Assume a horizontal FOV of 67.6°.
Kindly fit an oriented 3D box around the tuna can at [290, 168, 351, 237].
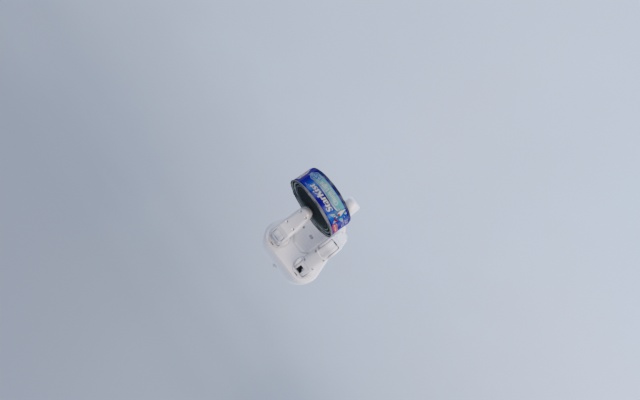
[{"bbox_3d":[0.001,0.002,0.601,0.033,0.086,0.086,-35,9,-13],"label":"tuna can"}]
